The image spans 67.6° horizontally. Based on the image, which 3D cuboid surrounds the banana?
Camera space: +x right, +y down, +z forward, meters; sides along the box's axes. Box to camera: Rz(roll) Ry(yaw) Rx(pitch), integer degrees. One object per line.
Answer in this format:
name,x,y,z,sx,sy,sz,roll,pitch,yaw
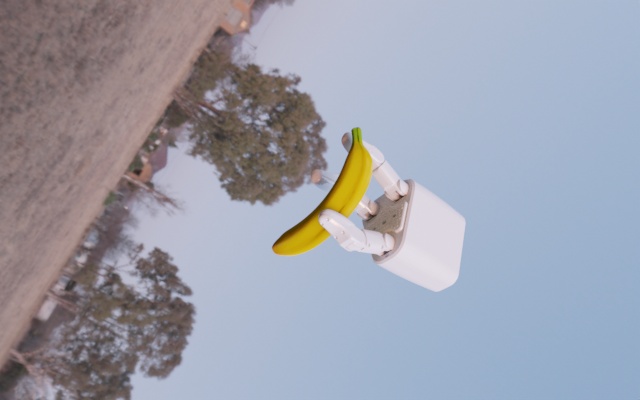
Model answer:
banana,0.007,0.009,0.580,0.037,0.198,0.069,26,21,-30
